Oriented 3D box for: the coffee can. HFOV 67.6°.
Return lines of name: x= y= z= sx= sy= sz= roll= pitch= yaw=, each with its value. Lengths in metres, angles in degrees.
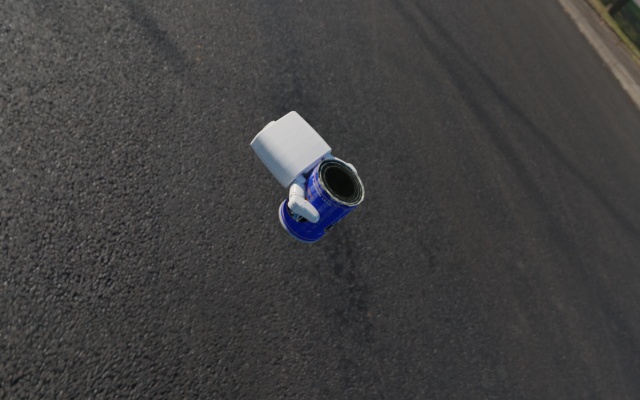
coffee can: x=0.000 y=0.003 z=0.897 sx=0.103 sy=0.102 sz=0.140 roll=0 pitch=-32 yaw=-40
